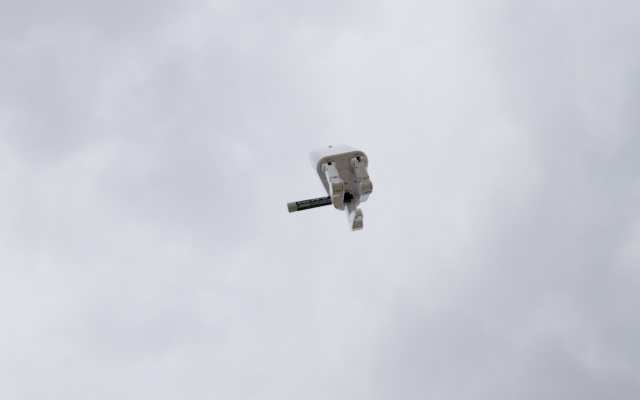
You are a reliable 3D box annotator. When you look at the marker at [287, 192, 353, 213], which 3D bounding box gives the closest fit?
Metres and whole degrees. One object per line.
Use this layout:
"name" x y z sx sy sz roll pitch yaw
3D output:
"marker" 0.000 0.003 0.864 0.121 0.020 0.020 -10 2 -9
